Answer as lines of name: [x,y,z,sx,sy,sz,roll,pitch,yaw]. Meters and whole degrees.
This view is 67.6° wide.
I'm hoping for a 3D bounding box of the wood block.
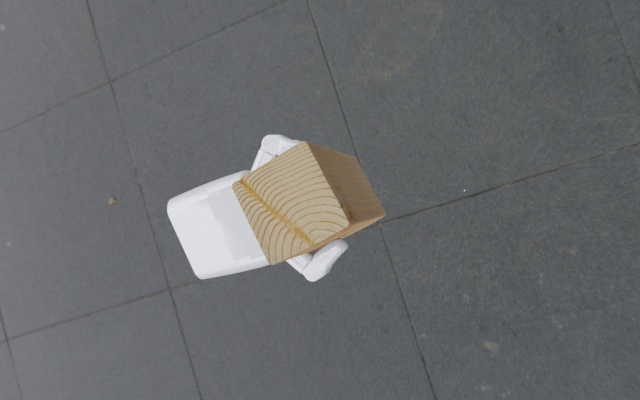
wood block: [0.000,0.002,0.539,0.090,0.091,0.206,-29,-7,16]
